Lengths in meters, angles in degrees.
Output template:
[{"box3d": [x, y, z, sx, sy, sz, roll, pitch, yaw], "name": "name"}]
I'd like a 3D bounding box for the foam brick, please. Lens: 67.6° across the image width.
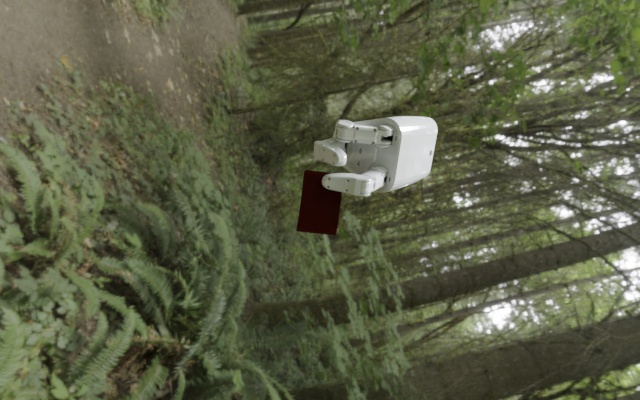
[{"box3d": [0.000, 0.002, 0.622, 0.053, 0.078, 0.051, 8, 4, -1], "name": "foam brick"}]
